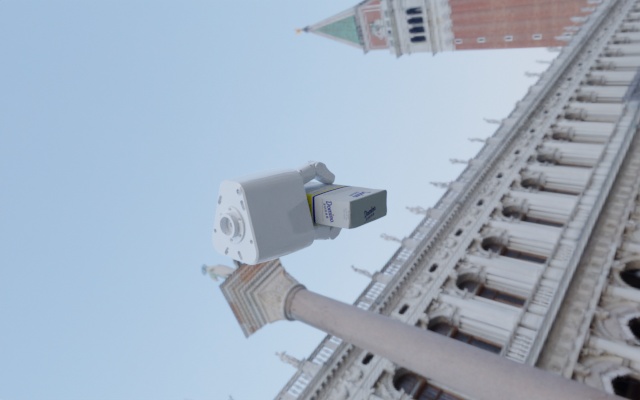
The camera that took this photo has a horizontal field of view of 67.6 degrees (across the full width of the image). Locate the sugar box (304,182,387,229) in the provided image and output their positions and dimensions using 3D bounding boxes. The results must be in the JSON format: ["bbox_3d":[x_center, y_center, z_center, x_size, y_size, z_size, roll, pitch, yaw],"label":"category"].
[{"bbox_3d":[0.000,0.003,0.705,0.176,0.048,0.093,11,18,39],"label":"sugar box"}]
